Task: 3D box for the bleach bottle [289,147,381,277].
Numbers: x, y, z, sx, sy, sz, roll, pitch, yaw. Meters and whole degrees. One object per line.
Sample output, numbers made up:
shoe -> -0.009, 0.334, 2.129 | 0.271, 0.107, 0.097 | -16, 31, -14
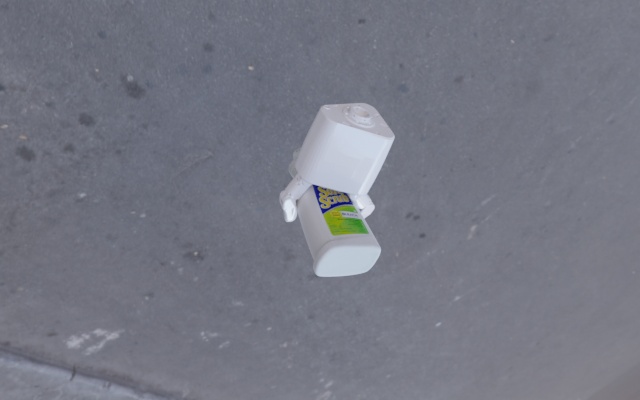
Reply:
bleach bottle -> 0.000, 0.003, 0.756 | 0.102, 0.068, 0.250 | 2, 42, -29
